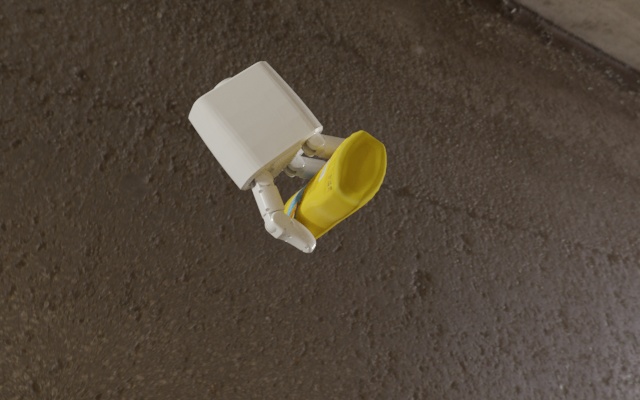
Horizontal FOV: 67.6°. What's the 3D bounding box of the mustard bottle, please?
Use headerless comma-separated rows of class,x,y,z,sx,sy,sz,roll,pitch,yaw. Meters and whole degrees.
mustard bottle,0.000,0.002,0.563,0.058,0.096,0.192,32,-35,-12
